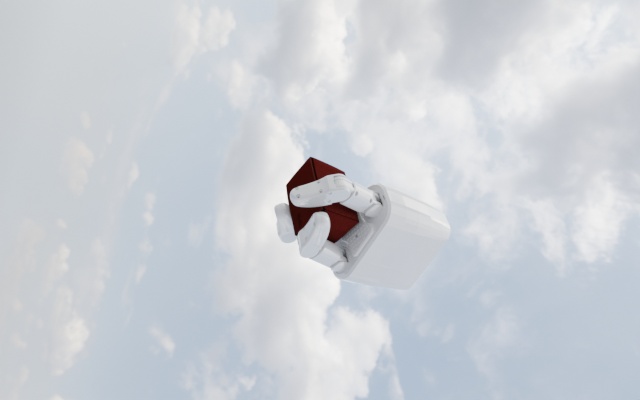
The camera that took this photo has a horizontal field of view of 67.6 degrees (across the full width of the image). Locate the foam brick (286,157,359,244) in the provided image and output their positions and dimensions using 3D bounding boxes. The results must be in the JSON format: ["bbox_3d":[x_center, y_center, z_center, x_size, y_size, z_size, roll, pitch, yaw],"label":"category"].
[{"bbox_3d":[0.000,0.001,0.534,0.051,0.078,0.053,19,-48,-34],"label":"foam brick"}]
